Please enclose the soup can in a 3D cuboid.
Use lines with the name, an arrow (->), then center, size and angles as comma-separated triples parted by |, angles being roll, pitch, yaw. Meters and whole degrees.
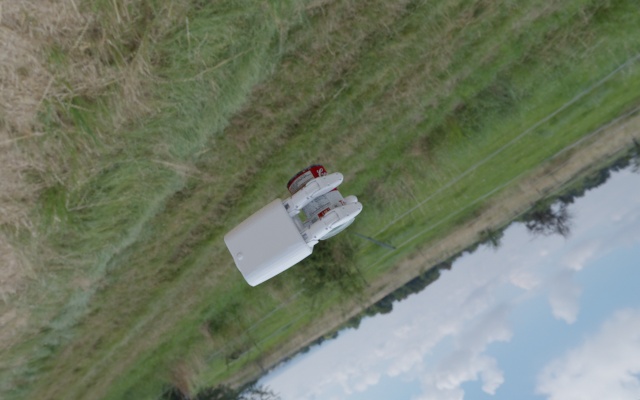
soup can -> 0.001, 0.002, 0.756 | 0.068, 0.102, 0.068 | -29, -15, -9
